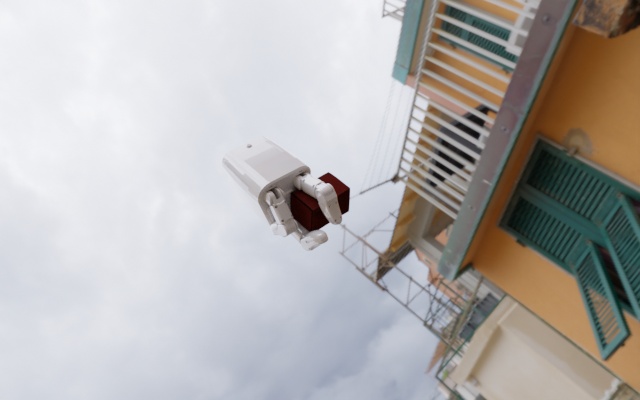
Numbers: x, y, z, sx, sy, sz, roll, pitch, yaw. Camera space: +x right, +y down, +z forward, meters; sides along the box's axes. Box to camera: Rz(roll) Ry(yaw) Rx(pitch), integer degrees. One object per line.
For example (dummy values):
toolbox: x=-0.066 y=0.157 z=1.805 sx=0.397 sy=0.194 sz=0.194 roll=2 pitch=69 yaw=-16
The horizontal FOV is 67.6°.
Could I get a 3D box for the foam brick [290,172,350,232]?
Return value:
foam brick: x=0.000 y=0.002 z=0.728 sx=0.078 sy=0.053 sz=0.051 roll=-30 pitch=52 yaw=-29
